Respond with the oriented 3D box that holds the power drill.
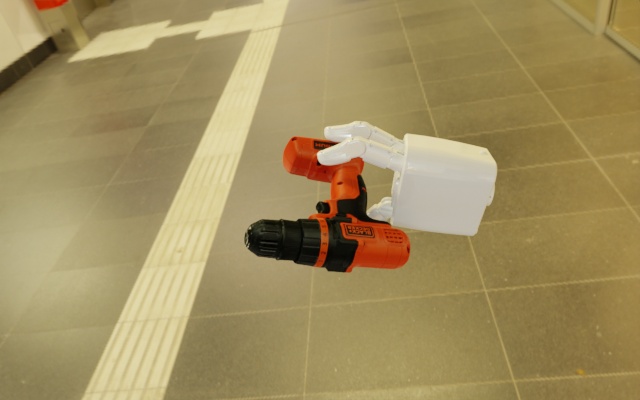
[{"bbox_3d":[0.000,0.002,0.566,0.184,0.057,0.187,8,42,-18],"label":"power drill"}]
